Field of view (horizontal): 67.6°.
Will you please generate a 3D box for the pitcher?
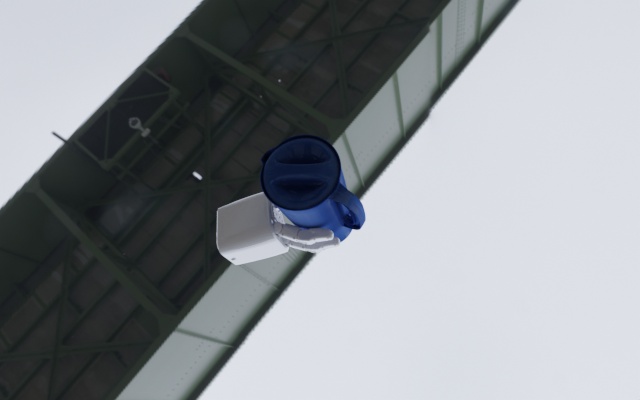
[{"bbox_3d":[0.000,0.003,0.850,0.145,0.149,0.243,-17,-25,6],"label":"pitcher"}]
